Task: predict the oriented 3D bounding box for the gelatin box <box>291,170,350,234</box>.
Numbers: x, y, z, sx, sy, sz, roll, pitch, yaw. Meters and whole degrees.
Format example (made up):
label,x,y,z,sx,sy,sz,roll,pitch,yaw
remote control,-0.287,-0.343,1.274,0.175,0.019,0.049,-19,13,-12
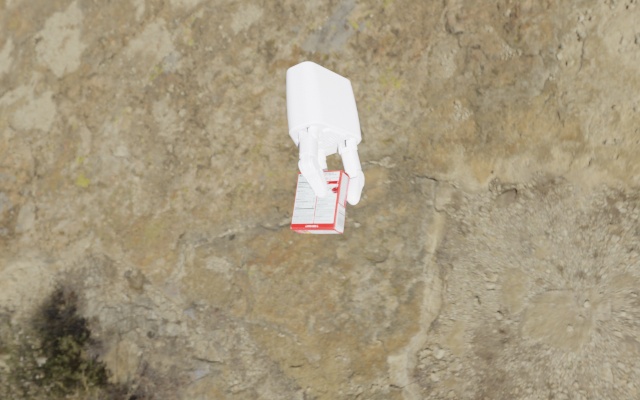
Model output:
label,x,y,z,sx,sy,sz,roll,pitch,yaw
gelatin box,0.000,0.002,0.685,0.073,0.089,0.030,-2,-19,30
